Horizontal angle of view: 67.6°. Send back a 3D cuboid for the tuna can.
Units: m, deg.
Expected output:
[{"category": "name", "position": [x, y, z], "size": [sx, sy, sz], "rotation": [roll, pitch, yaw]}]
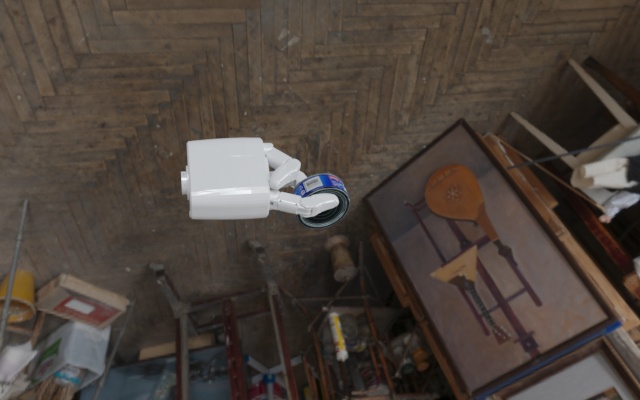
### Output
[{"category": "tuna can", "position": [0.000, 0.003, 0.717], "size": [0.086, 0.086, 0.033], "rotation": [0, 41, -22]}]
